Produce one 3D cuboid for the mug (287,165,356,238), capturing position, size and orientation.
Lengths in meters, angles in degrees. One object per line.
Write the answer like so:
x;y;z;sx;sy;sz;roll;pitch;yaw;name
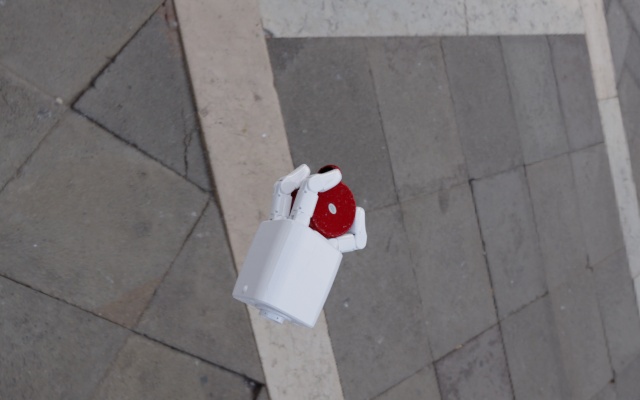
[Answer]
0.001;0.001;0.680;0.093;0.117;0.081;32;-21;-29;mug
